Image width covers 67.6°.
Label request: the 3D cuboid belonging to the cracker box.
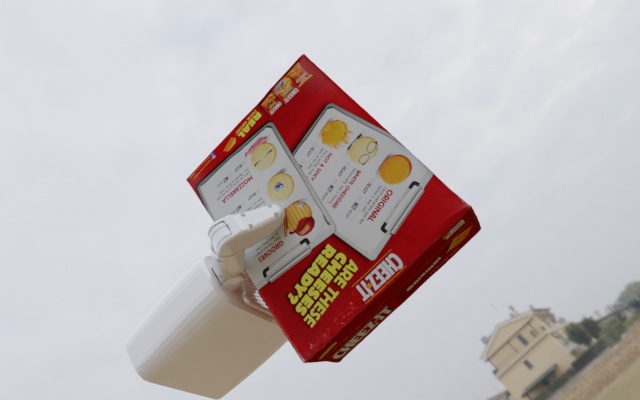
[{"bbox_3d":[0.000,0.001,0.412,0.213,0.164,0.072,49,9,31],"label":"cracker box"}]
